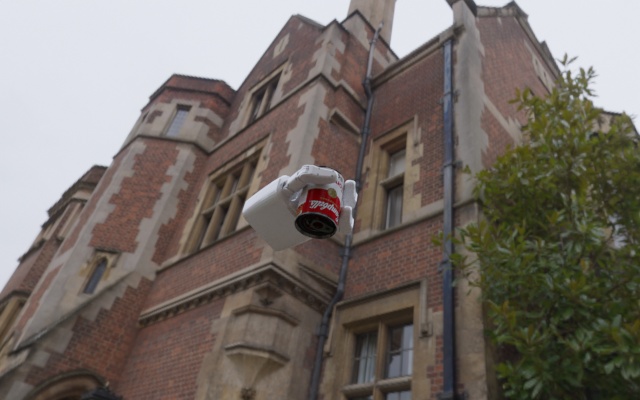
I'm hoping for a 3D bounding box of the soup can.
[{"bbox_3d":[0.000,0.002,0.781,0.068,0.102,0.069,7,-39,6],"label":"soup can"}]
